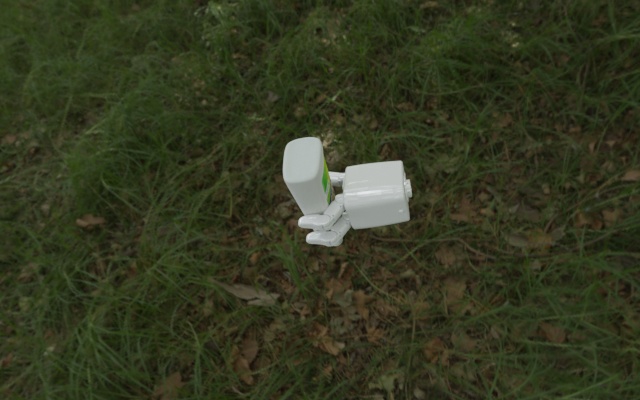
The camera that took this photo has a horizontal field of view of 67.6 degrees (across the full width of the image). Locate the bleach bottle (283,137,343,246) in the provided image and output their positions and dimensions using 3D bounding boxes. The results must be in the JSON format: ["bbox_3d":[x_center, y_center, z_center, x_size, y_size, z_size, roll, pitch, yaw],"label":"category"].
[{"bbox_3d":[0.000,0.003,0.893,0.068,0.102,0.251,-7,-37,14],"label":"bleach bottle"}]
